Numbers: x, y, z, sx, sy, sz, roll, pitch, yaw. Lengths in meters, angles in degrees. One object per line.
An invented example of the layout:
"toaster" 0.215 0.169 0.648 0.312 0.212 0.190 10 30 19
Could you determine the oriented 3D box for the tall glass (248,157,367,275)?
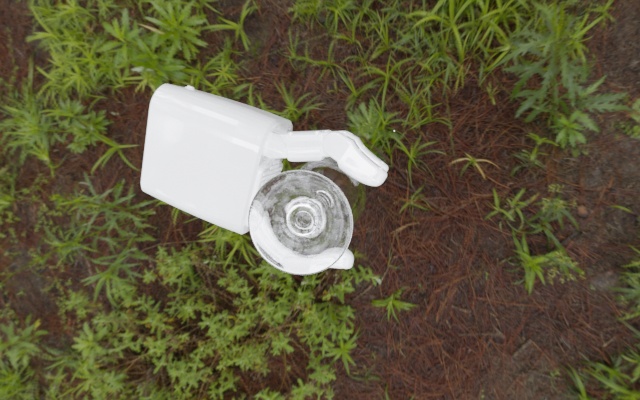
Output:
"tall glass" 0.000 0.002 0.426 0.079 0.079 0.201 0 8 9
